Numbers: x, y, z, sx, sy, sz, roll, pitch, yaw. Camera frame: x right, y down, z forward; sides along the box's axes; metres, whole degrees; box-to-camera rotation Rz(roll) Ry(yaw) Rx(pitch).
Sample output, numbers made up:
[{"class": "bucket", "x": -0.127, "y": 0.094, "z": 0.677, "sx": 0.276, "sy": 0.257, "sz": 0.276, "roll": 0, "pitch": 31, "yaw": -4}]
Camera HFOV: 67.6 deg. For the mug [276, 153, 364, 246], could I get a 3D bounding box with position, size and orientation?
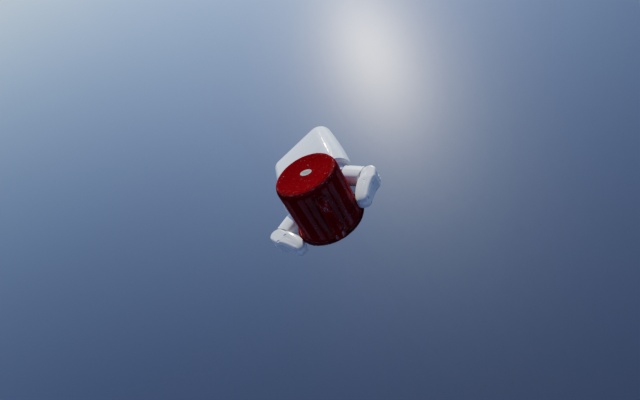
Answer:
[{"class": "mug", "x": 0.000, "y": 0.003, "z": 0.582, "sx": 0.093, "sy": 0.081, "sz": 0.117, "roll": -29, "pitch": 37, "yaw": 2}]
